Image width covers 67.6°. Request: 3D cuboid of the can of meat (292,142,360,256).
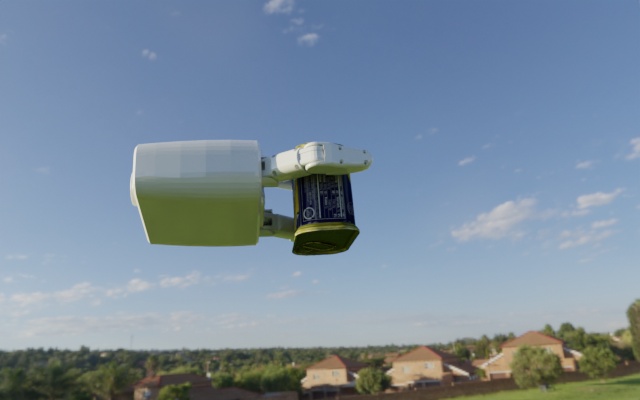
[{"bbox_3d":[0.000,0.001,0.460,0.057,0.084,0.102,-3,-18,-6],"label":"can of meat"}]
